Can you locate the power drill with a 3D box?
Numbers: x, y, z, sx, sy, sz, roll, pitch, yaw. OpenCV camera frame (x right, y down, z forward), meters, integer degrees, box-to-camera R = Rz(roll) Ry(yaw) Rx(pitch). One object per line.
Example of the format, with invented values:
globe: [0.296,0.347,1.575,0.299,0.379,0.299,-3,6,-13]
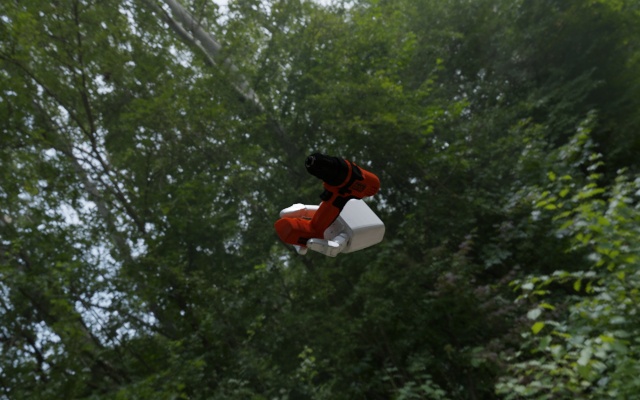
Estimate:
power drill: [0.000,0.003,0.874,0.184,0.188,0.057,19,32,-45]
